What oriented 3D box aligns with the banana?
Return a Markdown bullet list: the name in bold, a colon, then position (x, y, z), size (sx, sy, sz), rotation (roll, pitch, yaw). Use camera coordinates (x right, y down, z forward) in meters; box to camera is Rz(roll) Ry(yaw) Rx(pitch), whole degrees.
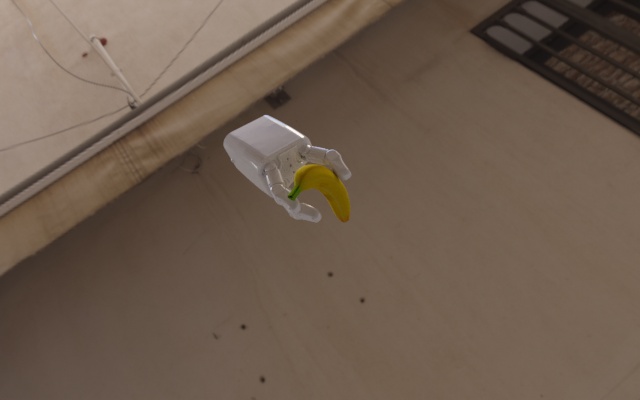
- **banana**: position (0.006, -0.015, 0.768), size (0.037, 0.069, 0.198), rotation (23, -1, 32)
